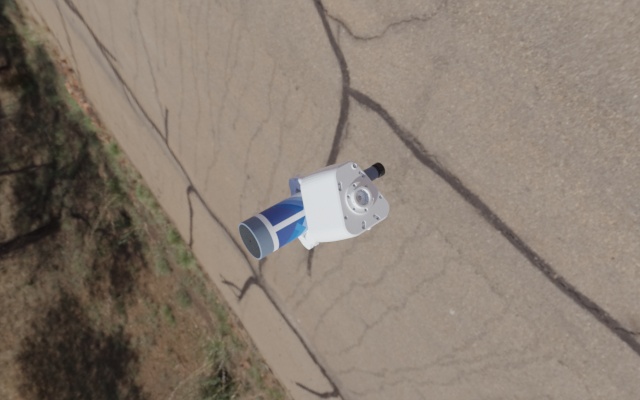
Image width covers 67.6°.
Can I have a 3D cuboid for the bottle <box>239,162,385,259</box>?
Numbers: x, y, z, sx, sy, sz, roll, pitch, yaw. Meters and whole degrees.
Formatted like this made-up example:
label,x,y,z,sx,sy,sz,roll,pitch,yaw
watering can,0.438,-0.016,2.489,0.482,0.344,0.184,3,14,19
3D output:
label,x,y,z,sx,sy,sz,roll,pitch,yaw
bottle,0.000,0.003,0.832,0.295,0.069,0.069,-29,15,-28
